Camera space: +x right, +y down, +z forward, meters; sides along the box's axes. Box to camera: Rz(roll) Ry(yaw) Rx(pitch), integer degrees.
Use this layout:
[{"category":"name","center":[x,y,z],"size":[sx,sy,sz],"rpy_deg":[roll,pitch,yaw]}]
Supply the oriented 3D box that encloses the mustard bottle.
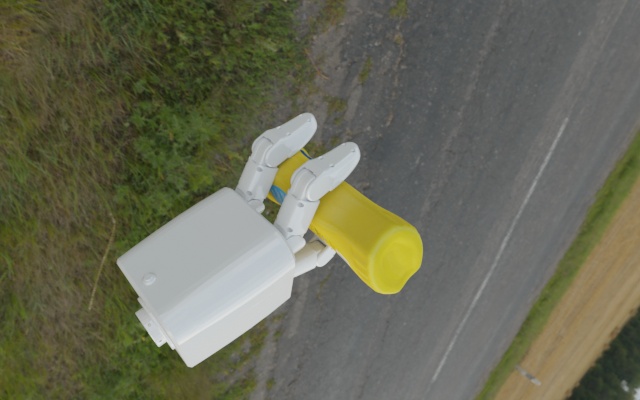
[{"category":"mustard bottle","center":[0.000,0.001,0.428],"size":[0.191,0.058,0.096],"rpy_deg":[38,-5,34]}]
